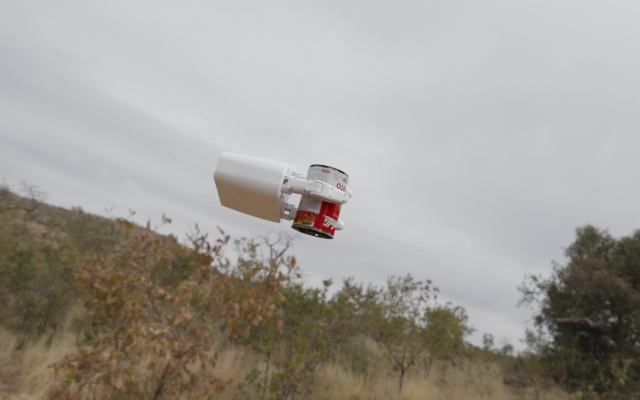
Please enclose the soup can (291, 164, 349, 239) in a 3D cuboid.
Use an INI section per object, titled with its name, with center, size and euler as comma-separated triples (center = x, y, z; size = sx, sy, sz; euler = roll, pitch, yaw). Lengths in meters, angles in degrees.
[soup can]
center = 0.001, 0.002, 0.745
size = 0.068, 0.102, 0.068
euler = 15, -13, 3
